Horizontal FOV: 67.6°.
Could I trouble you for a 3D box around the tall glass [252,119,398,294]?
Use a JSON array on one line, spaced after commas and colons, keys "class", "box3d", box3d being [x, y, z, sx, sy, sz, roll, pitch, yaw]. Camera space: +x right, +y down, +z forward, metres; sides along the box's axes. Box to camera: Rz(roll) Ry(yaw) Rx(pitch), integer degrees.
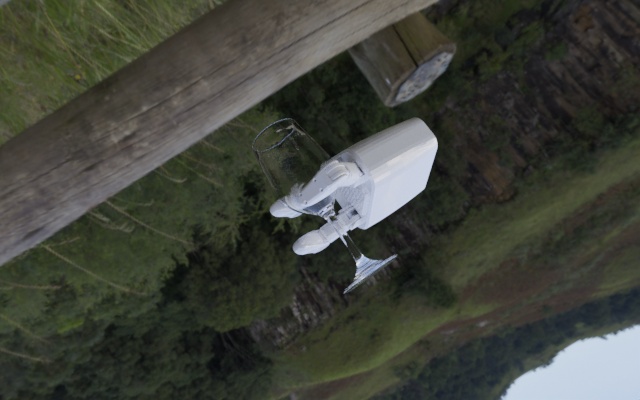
[{"class": "tall glass", "box3d": [0.000, 0.002, 0.546, 0.079, 0.201, 0.079, -33, -13, -9]}]
